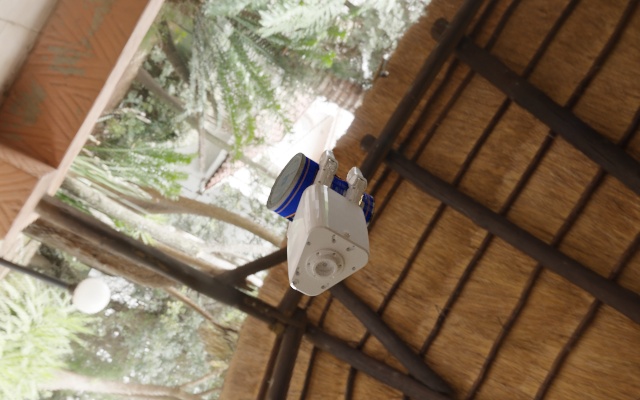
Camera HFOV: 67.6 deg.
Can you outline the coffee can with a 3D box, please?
[{"bbox_3d":[0.000,0.002,0.756,0.140,0.103,0.103,31,-11,-18],"label":"coffee can"}]
